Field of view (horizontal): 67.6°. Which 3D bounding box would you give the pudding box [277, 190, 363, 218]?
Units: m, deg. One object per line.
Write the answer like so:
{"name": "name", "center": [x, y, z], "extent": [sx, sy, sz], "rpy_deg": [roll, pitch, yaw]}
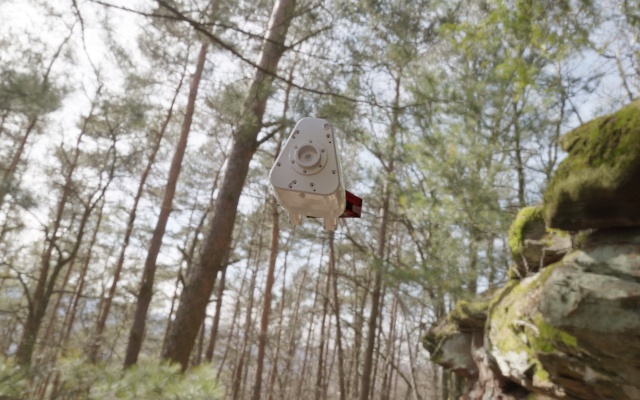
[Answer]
{"name": "pudding box", "center": [0.000, 0.002, 0.787], "extent": [0.113, 0.039, 0.090], "rpy_deg": [1, -16, 34]}
